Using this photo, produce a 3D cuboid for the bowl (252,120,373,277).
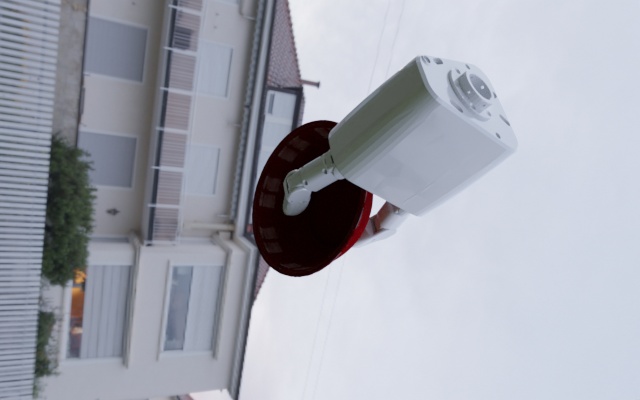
[{"bbox_3d":[-0.001,0.002,0.496,0.162,0.162,0.055,0,-13,44],"label":"bowl"}]
